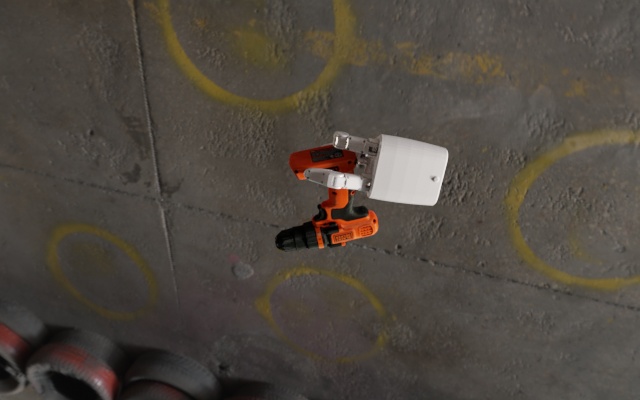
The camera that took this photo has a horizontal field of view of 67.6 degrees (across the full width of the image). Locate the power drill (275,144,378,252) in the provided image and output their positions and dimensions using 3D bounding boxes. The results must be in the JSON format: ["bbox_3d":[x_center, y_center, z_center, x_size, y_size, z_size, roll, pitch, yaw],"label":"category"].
[{"bbox_3d":[0.000,0.002,0.804,0.184,0.188,0.057,-13,39,-3],"label":"power drill"}]
